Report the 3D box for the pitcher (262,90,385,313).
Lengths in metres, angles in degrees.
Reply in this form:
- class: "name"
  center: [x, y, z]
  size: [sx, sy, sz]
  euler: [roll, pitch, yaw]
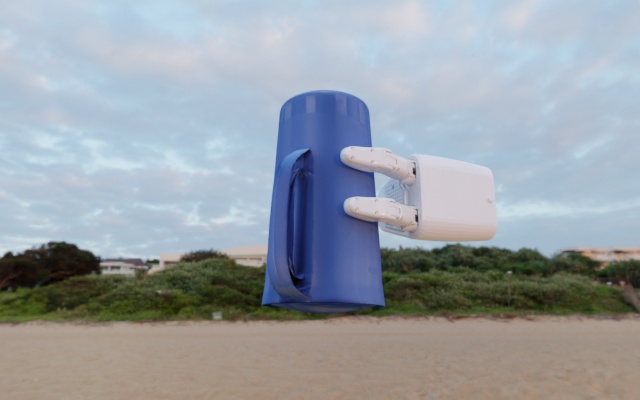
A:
- class: "pitcher"
  center: [0.000, 0.002, 0.536]
  size: [0.145, 0.242, 0.149]
  euler: [5, -15, -18]
